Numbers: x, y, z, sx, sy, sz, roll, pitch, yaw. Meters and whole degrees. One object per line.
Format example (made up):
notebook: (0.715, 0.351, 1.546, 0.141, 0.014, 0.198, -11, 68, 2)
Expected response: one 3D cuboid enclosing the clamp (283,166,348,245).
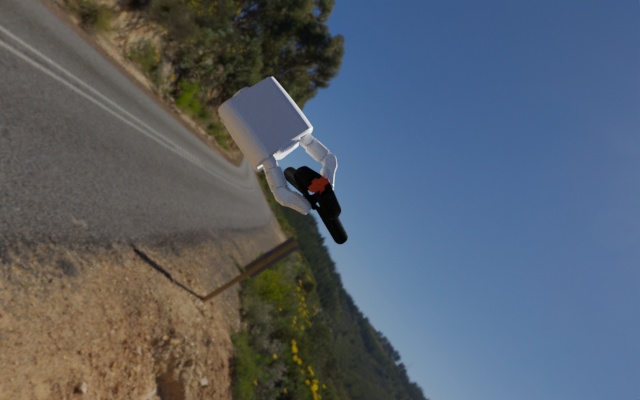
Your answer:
clamp: (0.001, 0.002, 0.749, 0.036, 0.164, 0.210, -39, 1, -8)
